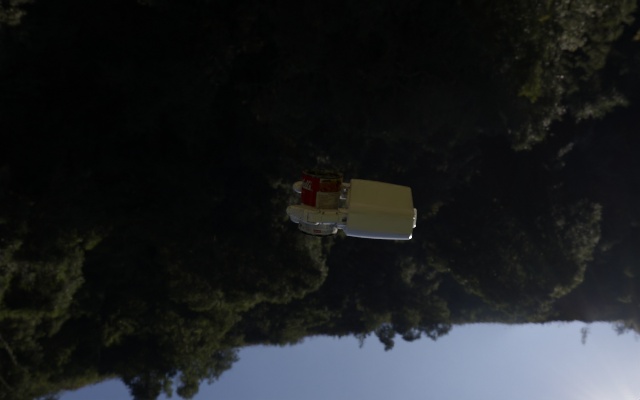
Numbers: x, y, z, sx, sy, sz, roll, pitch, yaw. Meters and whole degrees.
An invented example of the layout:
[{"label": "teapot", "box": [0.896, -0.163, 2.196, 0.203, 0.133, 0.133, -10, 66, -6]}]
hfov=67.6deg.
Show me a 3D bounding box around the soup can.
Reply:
[{"label": "soup can", "box": [0.000, 0.003, 0.798, 0.068, 0.102, 0.068, 5, 14, -1]}]
